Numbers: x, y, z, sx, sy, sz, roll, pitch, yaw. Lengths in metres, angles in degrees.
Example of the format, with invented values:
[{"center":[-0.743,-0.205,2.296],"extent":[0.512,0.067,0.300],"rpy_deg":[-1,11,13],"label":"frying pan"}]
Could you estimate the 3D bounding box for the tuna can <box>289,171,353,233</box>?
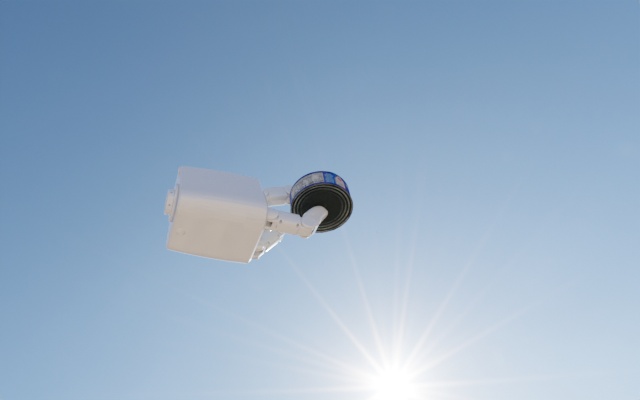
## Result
[{"center":[0.000,0.002,0.657],"extent":[0.086,0.086,0.033],"rpy_deg":[0,38,-9],"label":"tuna can"}]
